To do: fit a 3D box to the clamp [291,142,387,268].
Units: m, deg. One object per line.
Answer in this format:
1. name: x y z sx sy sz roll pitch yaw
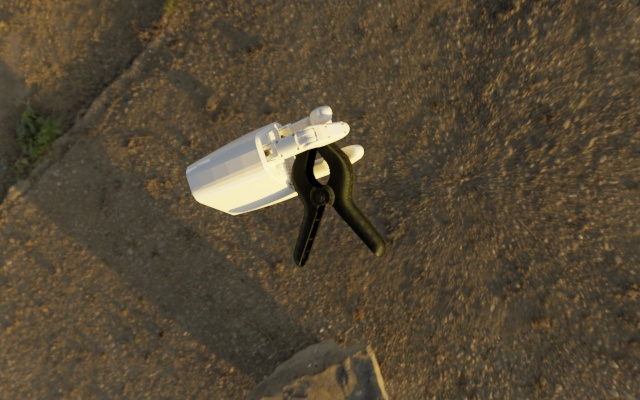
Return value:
1. clamp: 0.000 0.002 0.580 0.120 0.171 0.039 -20 -3 19
